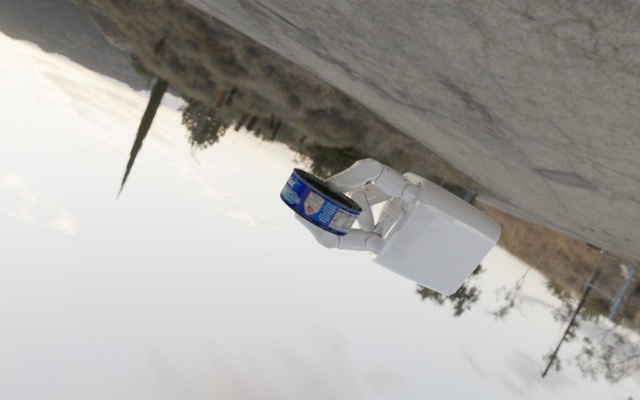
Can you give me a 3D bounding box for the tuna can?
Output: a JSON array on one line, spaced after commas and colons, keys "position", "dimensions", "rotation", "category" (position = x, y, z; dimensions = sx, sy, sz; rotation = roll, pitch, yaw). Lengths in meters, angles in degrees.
[{"position": [0.000, 0.002, 0.508], "dimensions": [0.086, 0.034, 0.086], "rotation": [31, 9, -6], "category": "tuna can"}]
